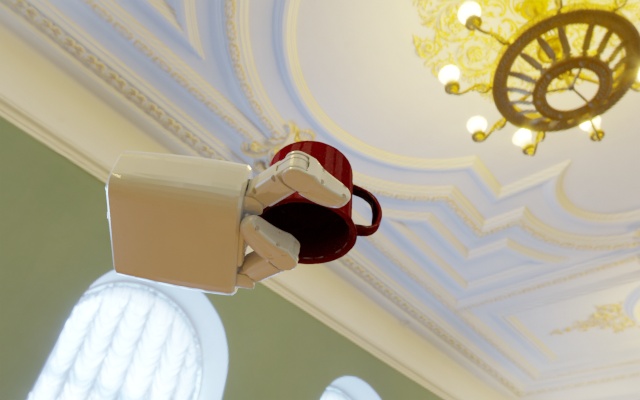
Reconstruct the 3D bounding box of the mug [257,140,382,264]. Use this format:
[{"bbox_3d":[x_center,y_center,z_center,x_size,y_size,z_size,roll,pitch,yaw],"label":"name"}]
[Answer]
[{"bbox_3d":[0.002,0.001,0.441,0.117,0.081,0.093,9,-42,-4],"label":"mug"}]
